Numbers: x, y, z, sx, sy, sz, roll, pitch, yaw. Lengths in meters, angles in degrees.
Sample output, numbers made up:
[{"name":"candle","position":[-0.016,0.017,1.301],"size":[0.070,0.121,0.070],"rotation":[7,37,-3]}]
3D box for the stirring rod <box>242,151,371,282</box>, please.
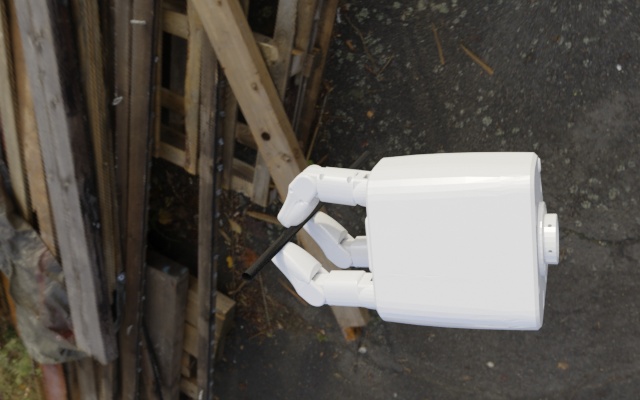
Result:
[{"name":"stirring rod","position":[0.000,0.001,0.428],"size":[0.011,0.011,0.239],"rotation":[0,26,28]}]
